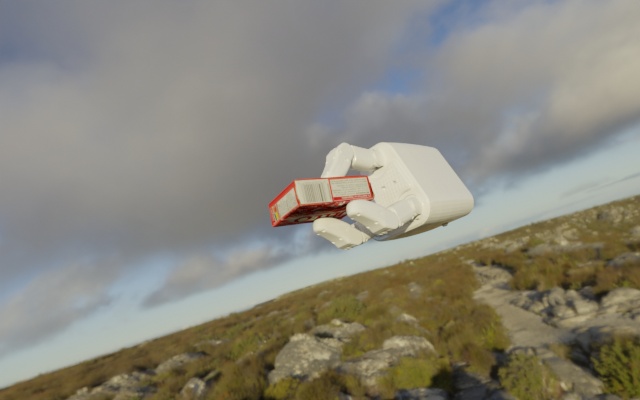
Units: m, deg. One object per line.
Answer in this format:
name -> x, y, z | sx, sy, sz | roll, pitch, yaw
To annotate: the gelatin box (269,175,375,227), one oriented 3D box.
gelatin box -> 0.000, 0.001, 0.501 | 0.089, 0.030, 0.073 | -5, -17, -29
